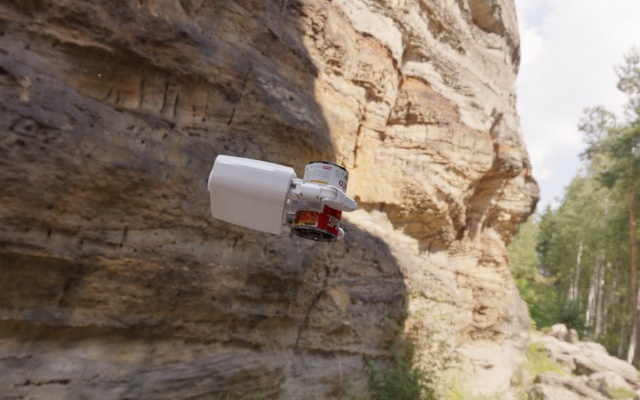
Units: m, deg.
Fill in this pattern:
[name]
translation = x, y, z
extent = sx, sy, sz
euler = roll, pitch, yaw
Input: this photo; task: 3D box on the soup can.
[soup can]
translation = 0.001, 0.002, 0.691
extent = 0.068, 0.102, 0.068
euler = 11, -18, 4
